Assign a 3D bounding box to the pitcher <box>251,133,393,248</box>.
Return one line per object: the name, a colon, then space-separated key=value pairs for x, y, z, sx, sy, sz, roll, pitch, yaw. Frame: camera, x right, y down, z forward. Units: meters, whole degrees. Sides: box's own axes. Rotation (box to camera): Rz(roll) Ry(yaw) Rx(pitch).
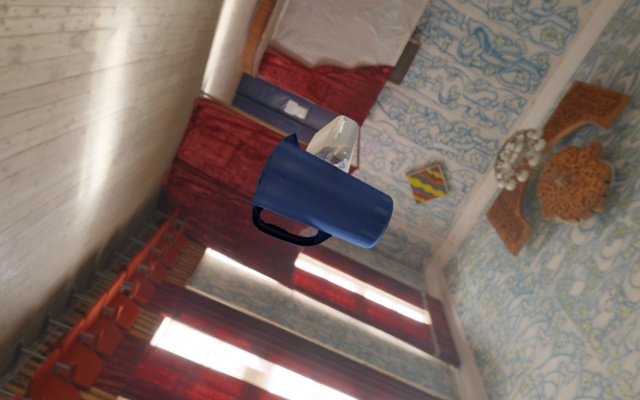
pitcher: x=0.000 y=0.003 z=0.875 sx=0.243 sy=0.145 sz=0.149 roll=25 pitch=-40 yaw=-7
